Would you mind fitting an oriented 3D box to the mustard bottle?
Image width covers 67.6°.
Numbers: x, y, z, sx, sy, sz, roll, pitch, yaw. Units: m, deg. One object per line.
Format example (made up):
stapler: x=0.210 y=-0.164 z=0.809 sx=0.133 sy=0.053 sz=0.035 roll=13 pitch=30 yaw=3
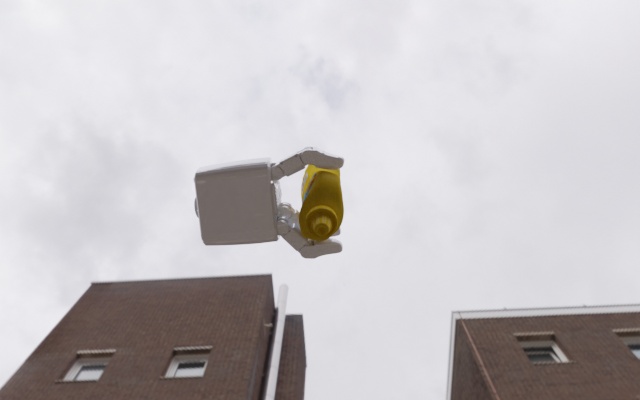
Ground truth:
mustard bottle: x=0.000 y=0.002 z=0.670 sx=0.058 sy=0.096 sz=0.191 roll=16 pitch=20 yaw=-6
